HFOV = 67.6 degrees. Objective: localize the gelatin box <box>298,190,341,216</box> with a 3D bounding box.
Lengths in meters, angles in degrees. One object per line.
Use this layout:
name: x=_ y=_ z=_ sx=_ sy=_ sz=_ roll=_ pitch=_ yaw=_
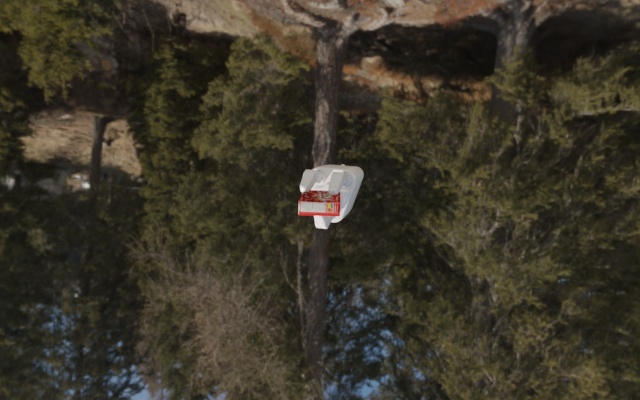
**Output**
gelatin box: x=0.000 y=0.003 z=0.870 sx=0.073 sy=0.030 sz=0.089 roll=2 pitch=15 yaw=3
